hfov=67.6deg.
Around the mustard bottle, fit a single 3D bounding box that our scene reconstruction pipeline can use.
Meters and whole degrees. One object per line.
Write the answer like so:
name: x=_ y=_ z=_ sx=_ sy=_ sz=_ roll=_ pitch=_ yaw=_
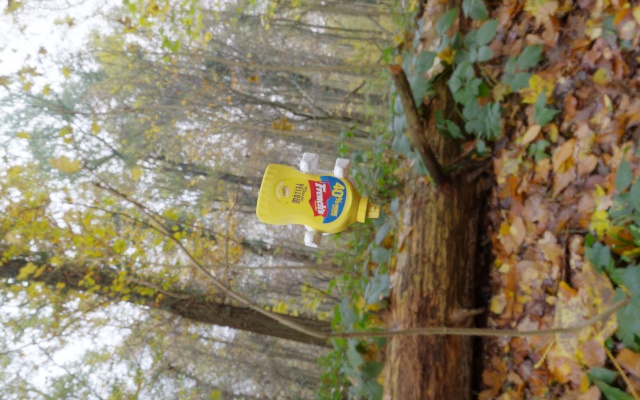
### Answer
mustard bottle: x=0.000 y=0.002 z=0.766 sx=0.191 sy=0.096 sz=0.058 roll=10 pitch=-18 yaw=7
